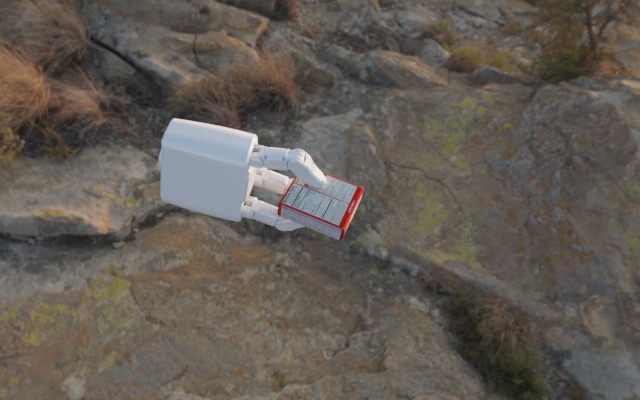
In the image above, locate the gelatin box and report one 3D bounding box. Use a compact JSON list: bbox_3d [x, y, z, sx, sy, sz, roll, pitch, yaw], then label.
[{"bbox_3d":[0.000,0.002,0.605,0.089,0.073,0.030,21,-39,9],"label":"gelatin box"}]
